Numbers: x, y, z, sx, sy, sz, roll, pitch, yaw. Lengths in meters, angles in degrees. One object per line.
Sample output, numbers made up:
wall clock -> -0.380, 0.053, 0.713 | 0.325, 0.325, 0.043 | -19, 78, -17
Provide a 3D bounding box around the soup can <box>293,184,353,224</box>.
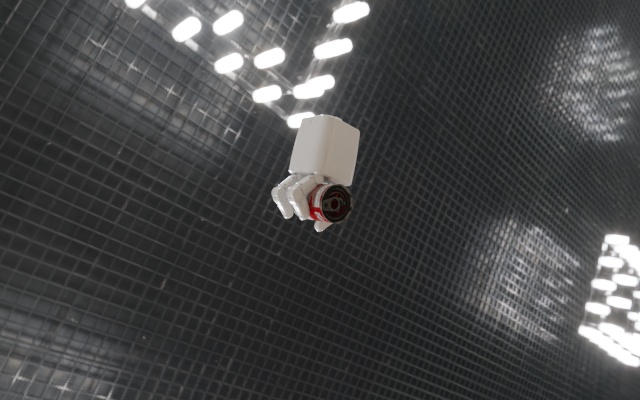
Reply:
soup can -> 0.000, 0.003, 0.847 | 0.068, 0.068, 0.102 | 0, 3, -35
